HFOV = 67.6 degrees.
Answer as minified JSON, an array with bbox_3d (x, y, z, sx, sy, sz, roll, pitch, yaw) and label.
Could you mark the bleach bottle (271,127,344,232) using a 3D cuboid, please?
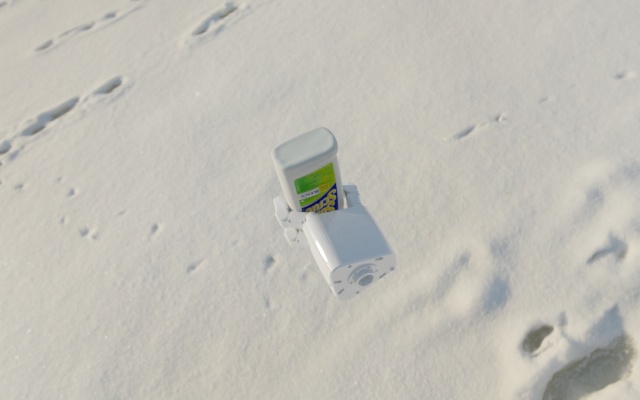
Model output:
[{"bbox_3d":[0.000,0.003,0.793,0.102,0.251,0.068,-24,47,-5],"label":"bleach bottle"}]
